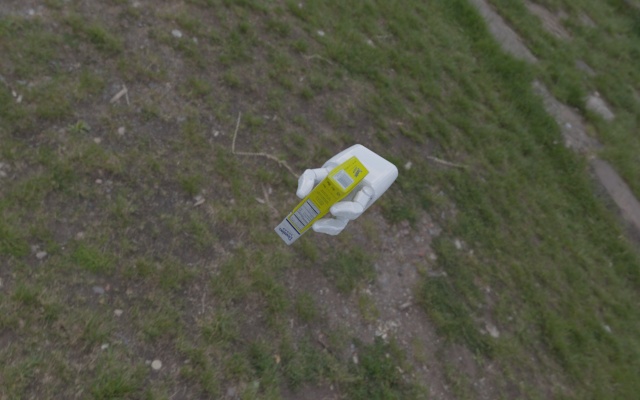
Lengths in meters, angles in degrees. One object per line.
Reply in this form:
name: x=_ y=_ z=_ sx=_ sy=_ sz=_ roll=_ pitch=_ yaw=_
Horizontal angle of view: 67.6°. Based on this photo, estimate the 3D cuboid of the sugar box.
sugar box: x=0.001 y=0.003 z=0.825 sx=0.093 sy=0.048 sz=0.176 roll=-38 pitch=-7 yaw=-49
